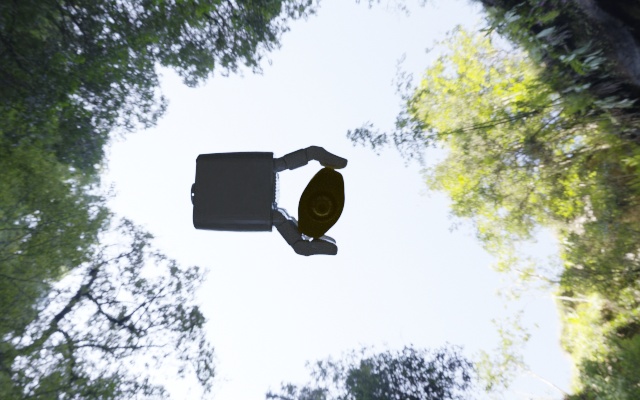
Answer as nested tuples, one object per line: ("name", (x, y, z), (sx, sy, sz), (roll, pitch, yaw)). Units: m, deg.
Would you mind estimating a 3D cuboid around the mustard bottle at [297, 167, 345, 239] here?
("mustard bottle", (0.000, 0.002, 0.652), (0.058, 0.096, 0.191), (23, 2, -1))
